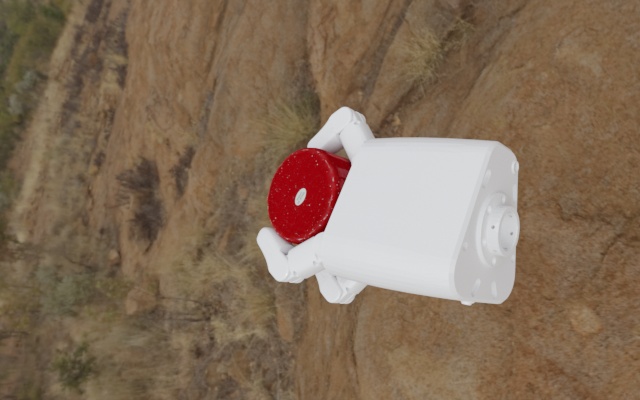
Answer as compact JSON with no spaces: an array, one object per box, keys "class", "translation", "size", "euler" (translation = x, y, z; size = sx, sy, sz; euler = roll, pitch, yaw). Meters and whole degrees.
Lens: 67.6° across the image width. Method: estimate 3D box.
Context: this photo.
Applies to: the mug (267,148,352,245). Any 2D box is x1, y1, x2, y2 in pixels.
[{"class":"mug","translation":[-0.001,0.001,0.427],"size":[0.117,0.093,0.081],"euler":[5,-8,44]}]
